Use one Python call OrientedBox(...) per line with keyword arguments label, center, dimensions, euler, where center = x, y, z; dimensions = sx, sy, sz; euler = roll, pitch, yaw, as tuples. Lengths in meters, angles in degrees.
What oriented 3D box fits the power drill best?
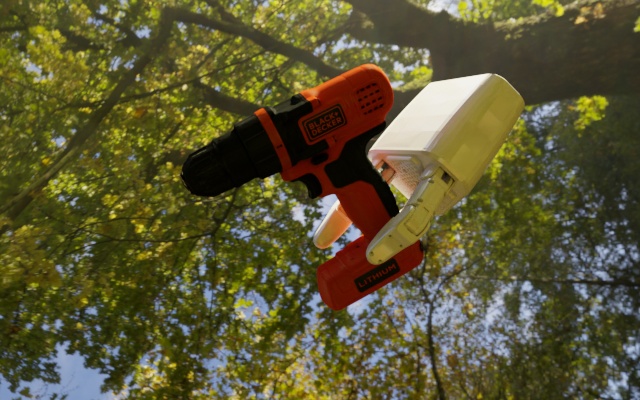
OrientedBox(label="power drill", center=(0.000, 0.002, 0.412), dimensions=(0.184, 0.188, 0.057), euler=(-27, 25, -6))
